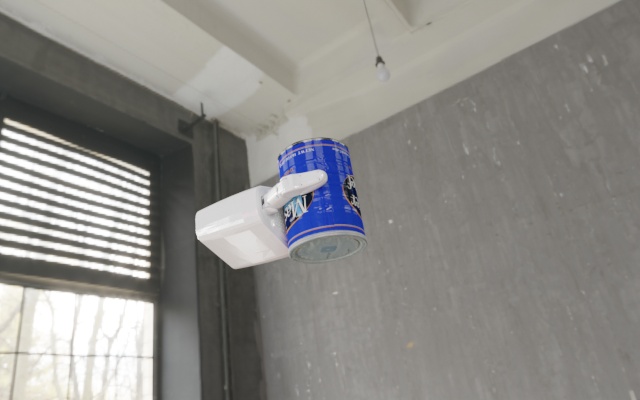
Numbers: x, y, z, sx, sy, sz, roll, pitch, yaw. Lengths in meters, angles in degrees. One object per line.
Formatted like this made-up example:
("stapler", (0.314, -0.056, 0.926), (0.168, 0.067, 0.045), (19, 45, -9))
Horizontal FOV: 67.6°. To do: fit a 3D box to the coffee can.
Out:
("coffee can", (0.000, 0.002, 0.640), (0.103, 0.140, 0.103), (-7, -25, -4))
